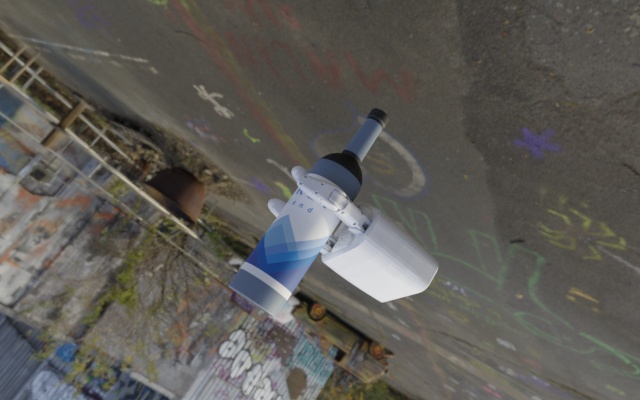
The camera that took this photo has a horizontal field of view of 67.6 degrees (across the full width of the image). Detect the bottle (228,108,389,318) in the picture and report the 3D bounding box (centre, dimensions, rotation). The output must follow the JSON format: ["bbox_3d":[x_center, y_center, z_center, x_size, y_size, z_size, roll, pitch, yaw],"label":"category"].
[{"bbox_3d":[0.000,0.002,0.595,0.069,0.295,0.069,31,-17,11],"label":"bottle"}]
